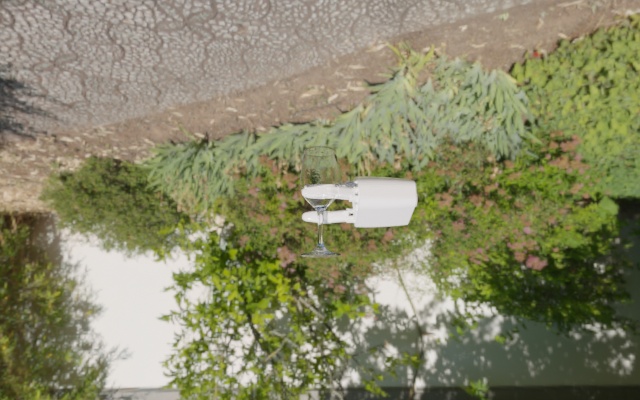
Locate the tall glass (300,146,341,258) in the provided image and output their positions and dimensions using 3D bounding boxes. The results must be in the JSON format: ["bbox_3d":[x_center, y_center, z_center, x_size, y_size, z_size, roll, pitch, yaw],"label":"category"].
[{"bbox_3d":[0.000,0.004,0.891,0.079,0.201,0.079,0,-12,0],"label":"tall glass"}]
